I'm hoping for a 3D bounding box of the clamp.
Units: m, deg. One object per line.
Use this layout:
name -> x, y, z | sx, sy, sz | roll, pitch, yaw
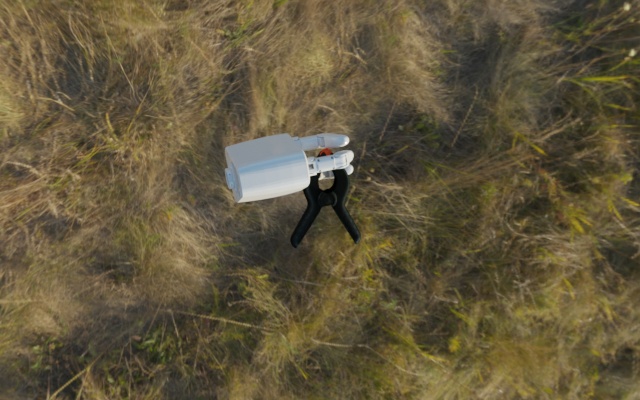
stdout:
clamp -> 0.000, 0.003, 0.790 | 0.120, 0.171, 0.039 | -13, 14, -15
